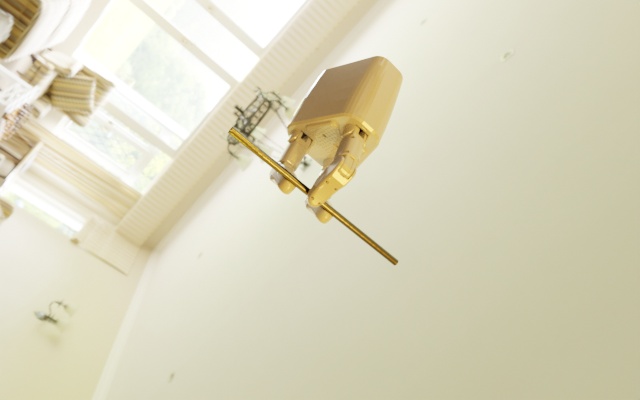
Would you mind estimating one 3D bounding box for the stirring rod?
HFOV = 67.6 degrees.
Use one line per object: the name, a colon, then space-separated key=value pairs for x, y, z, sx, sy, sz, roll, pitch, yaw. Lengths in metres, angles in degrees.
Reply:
stirring rod: x=0.000 y=0.002 z=0.506 sx=0.239 sy=0.011 sz=0.011 roll=39 pitch=-17 yaw=-22
